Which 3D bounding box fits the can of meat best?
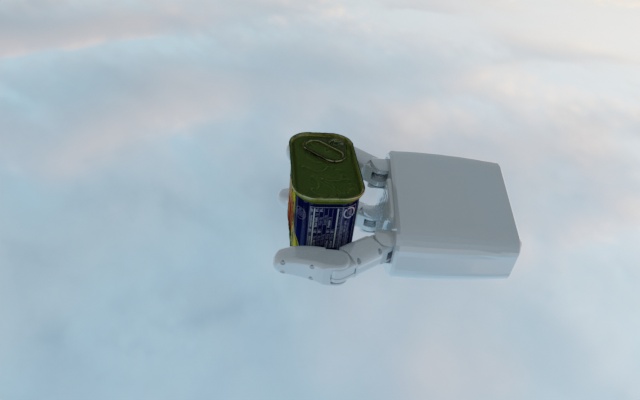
[{"bbox_3d":[0.000,0.002,0.417,0.057,0.084,0.102,1,37,-7],"label":"can of meat"}]
